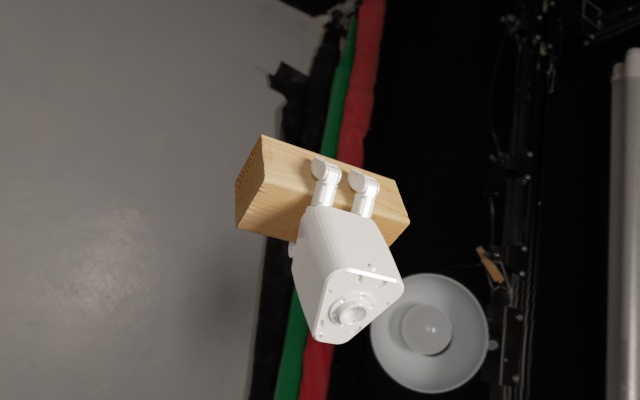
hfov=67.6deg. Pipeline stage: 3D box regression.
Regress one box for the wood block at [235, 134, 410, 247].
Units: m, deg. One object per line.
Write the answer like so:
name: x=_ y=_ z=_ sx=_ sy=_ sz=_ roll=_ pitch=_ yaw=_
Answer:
wood block: x=0.000 y=0.003 z=0.630 sx=0.206 sy=0.090 sz=0.091 roll=17 pitch=-52 yaw=-25
